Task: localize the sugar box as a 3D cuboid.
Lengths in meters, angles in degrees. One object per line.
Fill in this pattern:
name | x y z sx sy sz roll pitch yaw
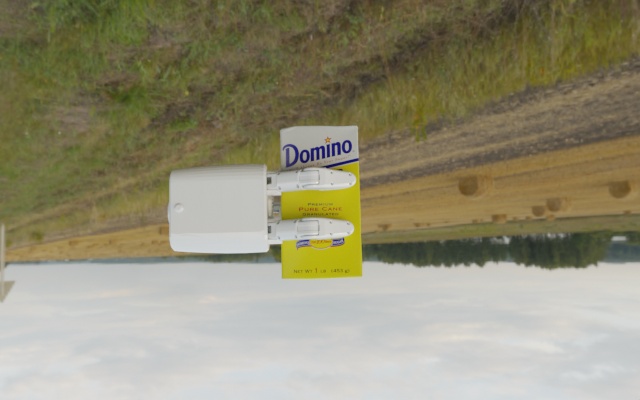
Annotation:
sugar box | 0.000 0.002 0.557 0.093 0.176 0.048 -2 -6 -1
